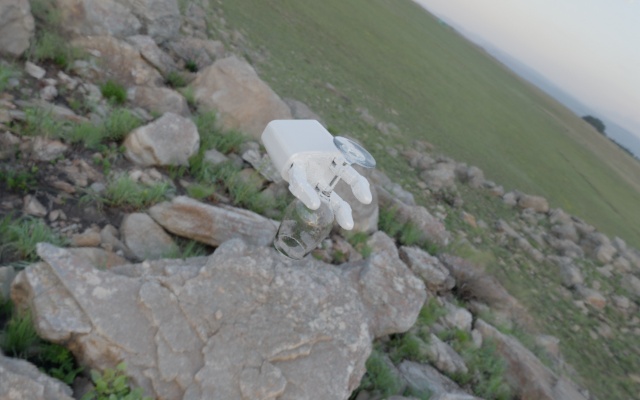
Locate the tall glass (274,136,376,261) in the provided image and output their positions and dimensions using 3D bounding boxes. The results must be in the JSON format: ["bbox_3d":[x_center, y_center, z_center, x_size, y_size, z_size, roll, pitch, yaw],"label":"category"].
[{"bbox_3d":[0.000,0.002,0.745,0.079,0.201,0.079,27,26,-14],"label":"tall glass"}]
